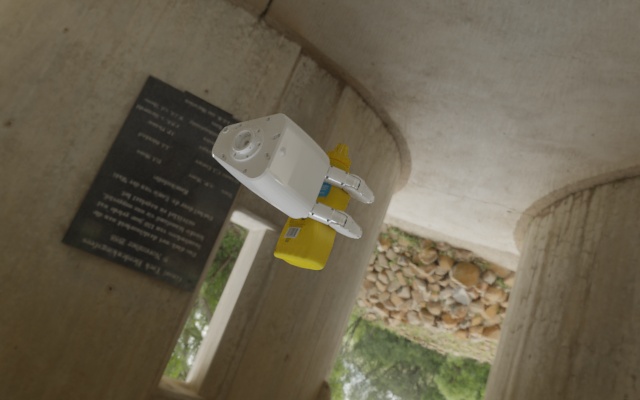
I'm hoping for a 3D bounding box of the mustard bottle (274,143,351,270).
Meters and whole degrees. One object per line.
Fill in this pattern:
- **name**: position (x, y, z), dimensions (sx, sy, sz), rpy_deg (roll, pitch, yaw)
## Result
- **mustard bottle**: position (0.000, 0.003, 0.697), dimensions (0.058, 0.191, 0.096), rpy_deg (30, -18, -29)
